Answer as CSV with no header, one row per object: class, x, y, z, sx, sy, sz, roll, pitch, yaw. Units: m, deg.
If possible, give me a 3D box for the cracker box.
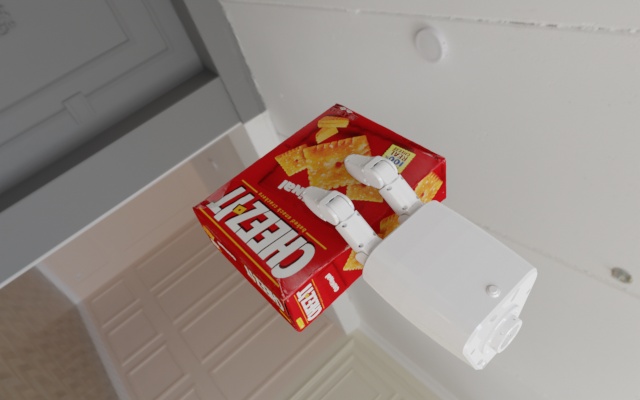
cracker box,0.000,0.002,0.502,0.213,0.072,0.164,-39,51,-19
